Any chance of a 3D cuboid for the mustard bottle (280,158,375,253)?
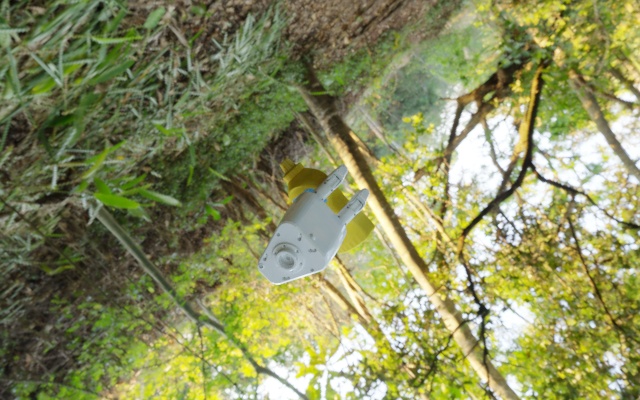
[{"bbox_3d":[0.000,0.003,0.827,0.058,0.191,0.096,-48,8,-38],"label":"mustard bottle"}]
